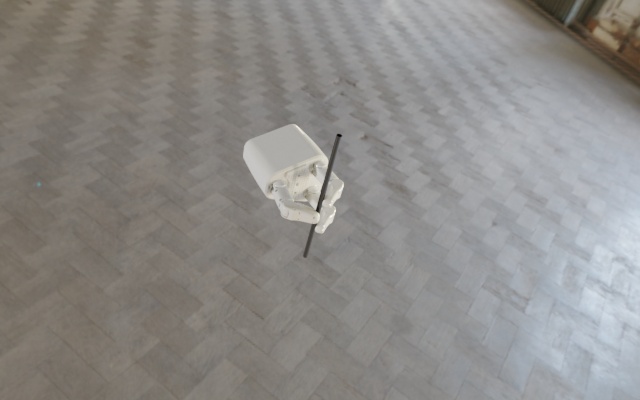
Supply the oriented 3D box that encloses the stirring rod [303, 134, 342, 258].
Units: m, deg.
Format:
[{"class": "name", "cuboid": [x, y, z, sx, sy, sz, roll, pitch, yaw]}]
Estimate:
[{"class": "stirring rod", "cuboid": [0.000, 0.002, 0.720, 0.011, 0.240, 0.011, 9, 39, -8]}]
